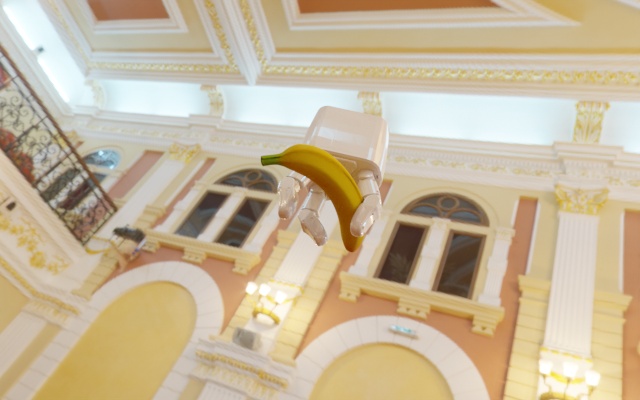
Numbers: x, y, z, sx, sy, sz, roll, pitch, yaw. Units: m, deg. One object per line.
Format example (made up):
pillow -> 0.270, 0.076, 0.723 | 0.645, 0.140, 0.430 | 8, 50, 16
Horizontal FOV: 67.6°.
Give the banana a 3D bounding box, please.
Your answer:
banana -> 0.014, -0.007, 0.586 | 0.069, 0.037, 0.198 | -25, -52, 24
